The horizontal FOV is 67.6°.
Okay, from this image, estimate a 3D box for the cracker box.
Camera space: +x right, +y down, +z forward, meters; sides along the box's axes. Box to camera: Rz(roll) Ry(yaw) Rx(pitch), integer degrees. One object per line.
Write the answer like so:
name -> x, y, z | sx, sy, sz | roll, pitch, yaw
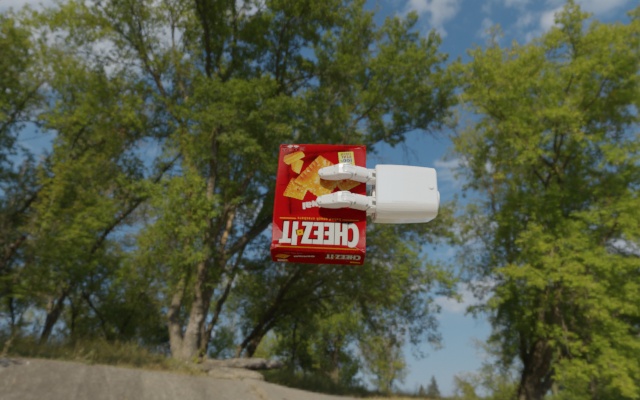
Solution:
cracker box -> 0.000, 0.003, 0.864 | 0.164, 0.213, 0.072 | 2, -26, 2
